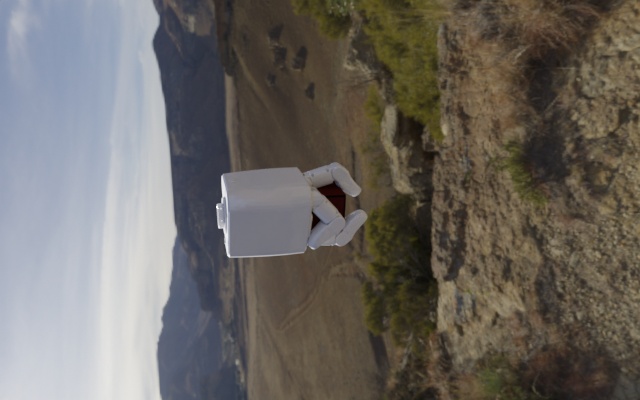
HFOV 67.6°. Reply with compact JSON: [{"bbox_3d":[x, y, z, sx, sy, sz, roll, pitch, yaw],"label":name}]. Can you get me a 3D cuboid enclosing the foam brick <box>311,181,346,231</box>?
[{"bbox_3d":[0.000,0.002,0.687,0.051,0.053,0.078,-4,23,-15],"label":"foam brick"}]
